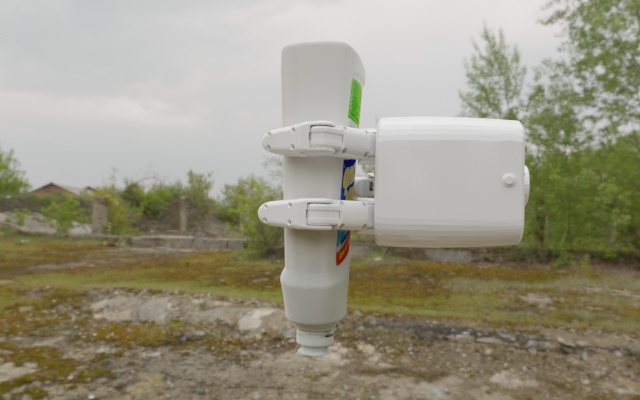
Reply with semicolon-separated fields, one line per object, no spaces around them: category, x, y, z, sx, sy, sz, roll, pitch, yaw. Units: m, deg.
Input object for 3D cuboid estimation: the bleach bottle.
bleach bottle;0.000;0.001;0.411;0.068;0.251;0.102;1;-2;12
